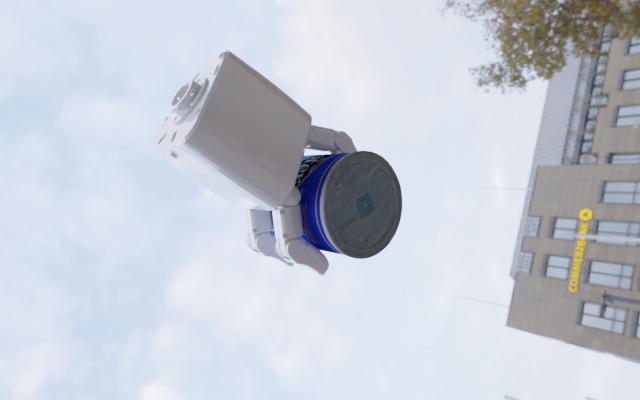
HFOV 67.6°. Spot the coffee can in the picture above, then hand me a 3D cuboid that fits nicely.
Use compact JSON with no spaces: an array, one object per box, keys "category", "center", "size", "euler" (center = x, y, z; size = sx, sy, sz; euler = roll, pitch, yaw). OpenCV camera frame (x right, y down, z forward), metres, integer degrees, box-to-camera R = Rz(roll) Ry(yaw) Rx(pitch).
[{"category":"coffee can","center":[0.000,0.002,0.505],"size":[0.103,0.103,0.140],"euler":[0,2,-38]}]
